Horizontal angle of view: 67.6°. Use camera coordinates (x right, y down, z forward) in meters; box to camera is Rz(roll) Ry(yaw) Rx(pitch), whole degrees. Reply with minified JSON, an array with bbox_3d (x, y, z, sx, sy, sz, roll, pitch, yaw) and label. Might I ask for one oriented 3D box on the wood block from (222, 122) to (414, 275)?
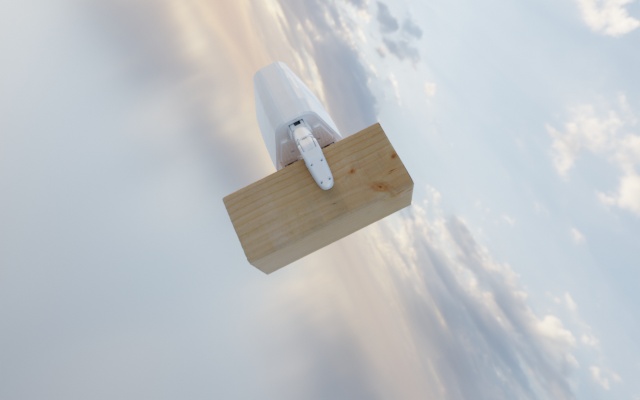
[{"bbox_3d":[0.000,0.001,0.586,0.206,0.090,0.091,-26,-20,0],"label":"wood block"}]
